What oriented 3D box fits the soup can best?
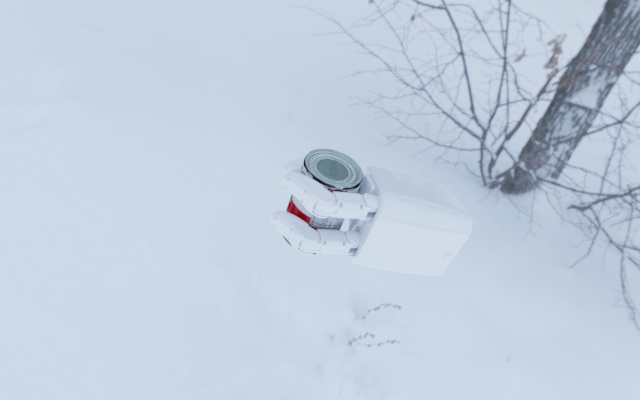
[{"bbox_3d":[0.000,0.001,0.535,0.068,0.102,0.068,13,39,-11],"label":"soup can"}]
